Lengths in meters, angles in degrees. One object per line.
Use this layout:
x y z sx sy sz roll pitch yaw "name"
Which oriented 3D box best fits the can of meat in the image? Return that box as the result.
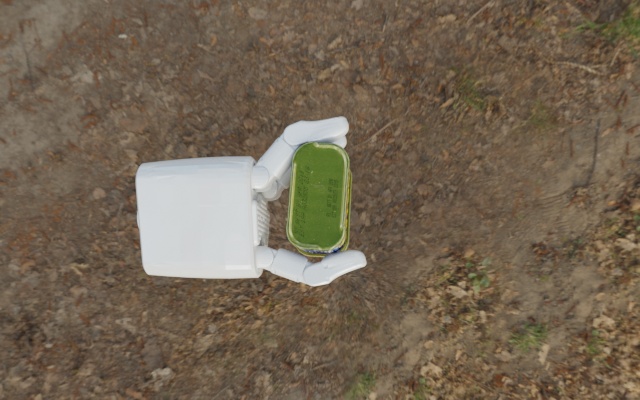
0.000 0.002 0.455 0.057 0.102 0.084 3 -9 4 "can of meat"
